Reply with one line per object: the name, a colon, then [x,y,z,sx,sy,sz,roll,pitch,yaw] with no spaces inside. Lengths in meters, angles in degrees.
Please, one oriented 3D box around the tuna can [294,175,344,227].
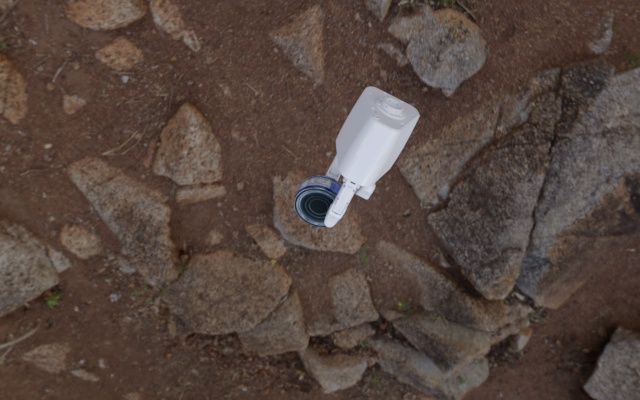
tuna can: [0.000,0.003,0.781,0.086,0.086,0.033,0,38,16]
